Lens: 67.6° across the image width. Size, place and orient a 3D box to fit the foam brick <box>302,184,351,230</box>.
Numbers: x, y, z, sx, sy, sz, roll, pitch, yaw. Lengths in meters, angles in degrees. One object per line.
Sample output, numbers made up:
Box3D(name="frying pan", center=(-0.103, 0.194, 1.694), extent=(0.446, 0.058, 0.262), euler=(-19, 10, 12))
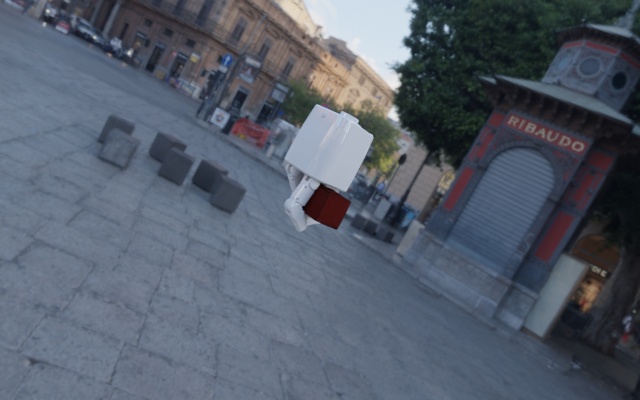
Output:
Box3D(name="foam brick", center=(0.000, 0.003, 0.768), extent=(0.053, 0.051, 0.078), euler=(24, 8, -43))
